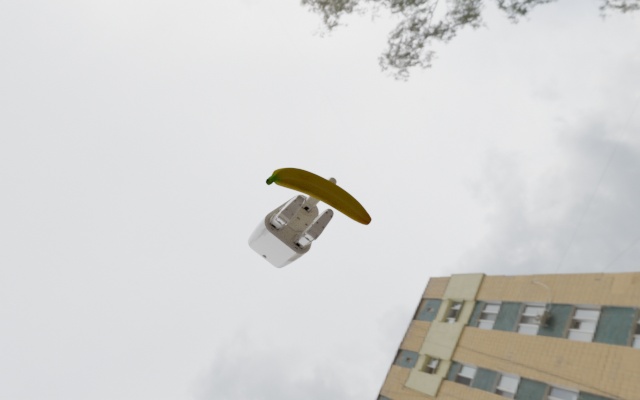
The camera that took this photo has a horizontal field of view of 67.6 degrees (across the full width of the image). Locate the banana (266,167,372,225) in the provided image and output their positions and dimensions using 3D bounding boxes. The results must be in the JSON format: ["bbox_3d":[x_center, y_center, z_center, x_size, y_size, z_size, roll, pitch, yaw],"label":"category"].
[{"bbox_3d":[-0.004,-0.012,0.783,0.198,0.069,0.037,21,-49,-23],"label":"banana"}]
